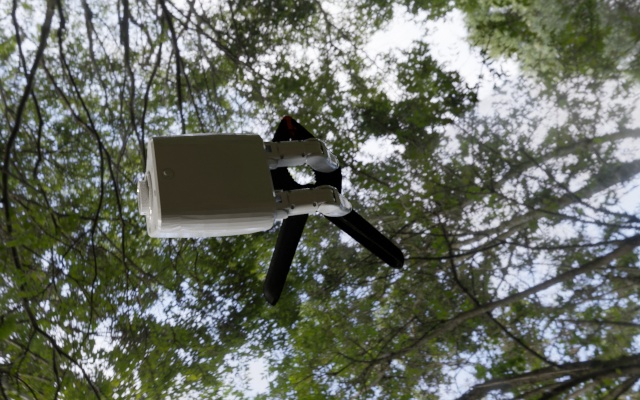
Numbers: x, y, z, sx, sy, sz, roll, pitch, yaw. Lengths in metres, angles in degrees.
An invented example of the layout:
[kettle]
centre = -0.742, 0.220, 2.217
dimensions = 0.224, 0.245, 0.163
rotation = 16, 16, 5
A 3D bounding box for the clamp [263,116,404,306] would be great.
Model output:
[clamp]
centre = -0.001, 0.002, 0.532
dimensions = 0.164, 0.210, 0.036
rotation = -4, -22, -24
